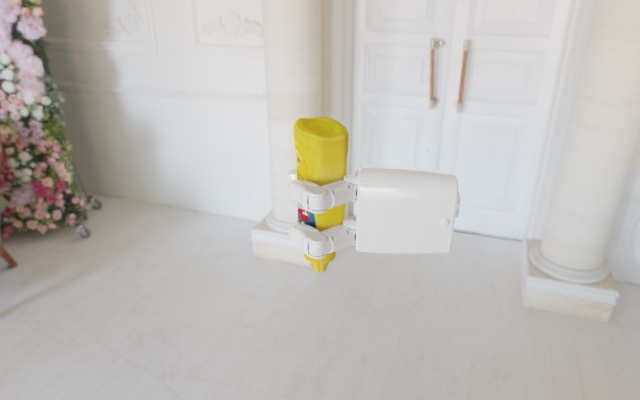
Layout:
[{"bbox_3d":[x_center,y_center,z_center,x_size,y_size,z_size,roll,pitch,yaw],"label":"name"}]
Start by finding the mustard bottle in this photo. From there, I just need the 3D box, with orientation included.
[{"bbox_3d":[0.000,0.002,0.577,0.058,0.192,0.096,-8,26,-17],"label":"mustard bottle"}]
